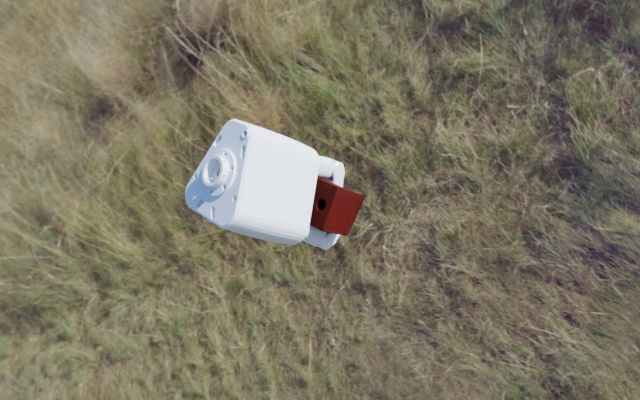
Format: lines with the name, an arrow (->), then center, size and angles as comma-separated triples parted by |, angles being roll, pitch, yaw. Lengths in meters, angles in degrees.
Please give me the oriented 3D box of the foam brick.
foam brick -> 0.000, 0.002, 0.562 | 0.078, 0.053, 0.051 | 25, 6, 40
